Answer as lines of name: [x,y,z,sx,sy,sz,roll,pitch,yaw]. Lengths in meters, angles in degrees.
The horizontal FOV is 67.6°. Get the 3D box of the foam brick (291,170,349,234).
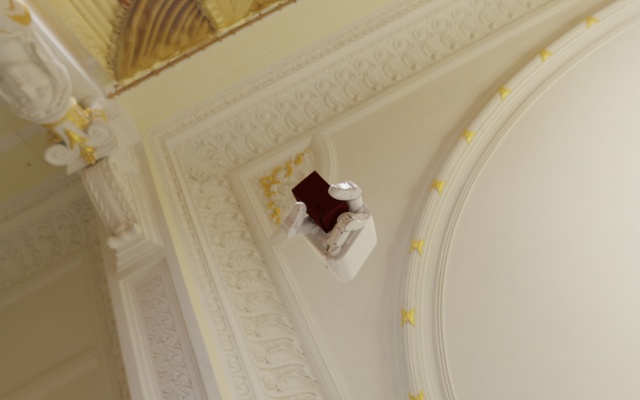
foam brick: [0.000,0.002,0.762,0.078,0.053,0.051,46,-11,32]
